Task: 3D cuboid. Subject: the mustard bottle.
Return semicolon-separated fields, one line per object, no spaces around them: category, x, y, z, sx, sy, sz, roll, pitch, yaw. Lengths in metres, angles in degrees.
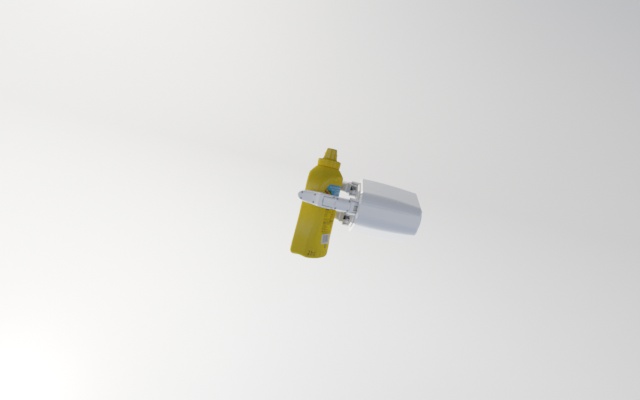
mustard bottle;0.000;0.003;0.841;0.058;0.191;0.096;15;4;24
